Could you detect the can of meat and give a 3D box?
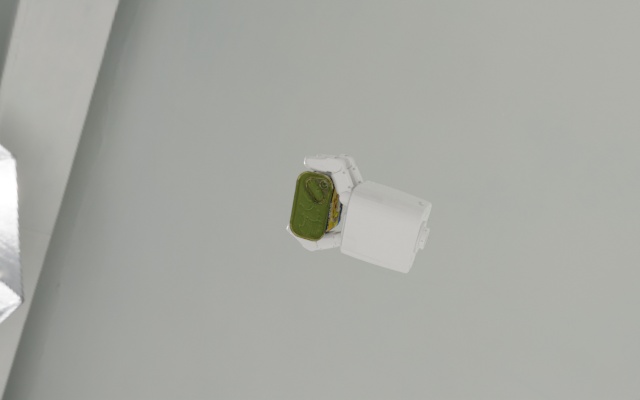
[{"bbox_3d":[0.000,0.002,0.733,0.057,0.102,0.084,15,14,18],"label":"can of meat"}]
